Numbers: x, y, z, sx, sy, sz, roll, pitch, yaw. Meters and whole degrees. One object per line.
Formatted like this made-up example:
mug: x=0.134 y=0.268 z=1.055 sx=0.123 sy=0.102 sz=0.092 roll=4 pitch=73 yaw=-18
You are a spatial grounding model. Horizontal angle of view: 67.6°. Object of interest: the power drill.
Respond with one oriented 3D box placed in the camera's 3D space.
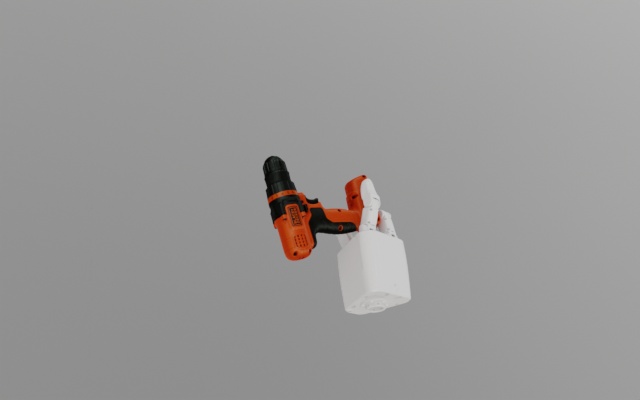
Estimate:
power drill: x=0.001 y=0.003 z=0.824 sx=0.187 sy=0.184 sz=0.057 roll=-8 pitch=-17 yaw=-27
